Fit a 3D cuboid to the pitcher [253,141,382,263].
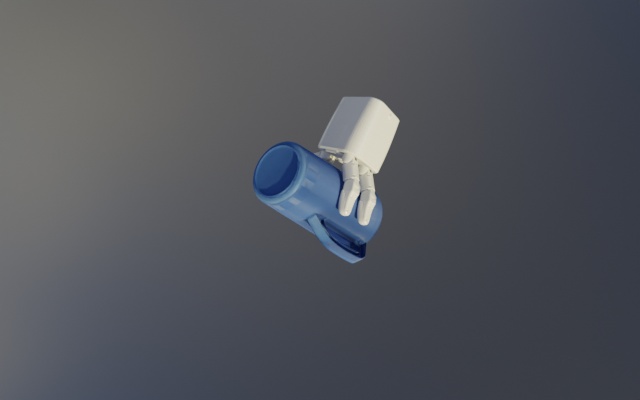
[{"bbox_3d":[0.000,0.003,0.829,0.149,0.145,0.243,22,-6,40],"label":"pitcher"}]
